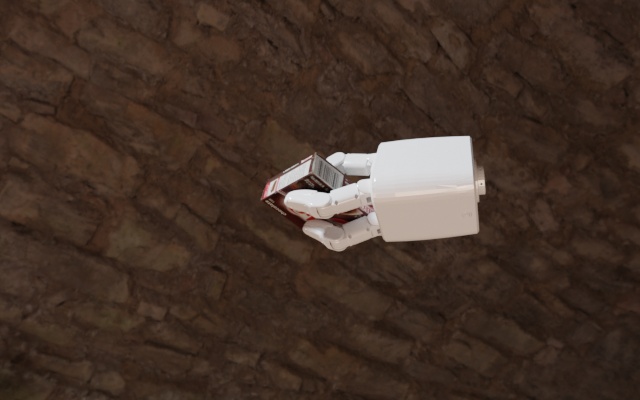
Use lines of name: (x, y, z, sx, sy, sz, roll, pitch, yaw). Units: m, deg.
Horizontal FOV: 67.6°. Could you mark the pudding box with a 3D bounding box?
pudding box: (0.000, 0.002, 0.577, 0.090, 0.039, 0.113, -26, -54, 38)
